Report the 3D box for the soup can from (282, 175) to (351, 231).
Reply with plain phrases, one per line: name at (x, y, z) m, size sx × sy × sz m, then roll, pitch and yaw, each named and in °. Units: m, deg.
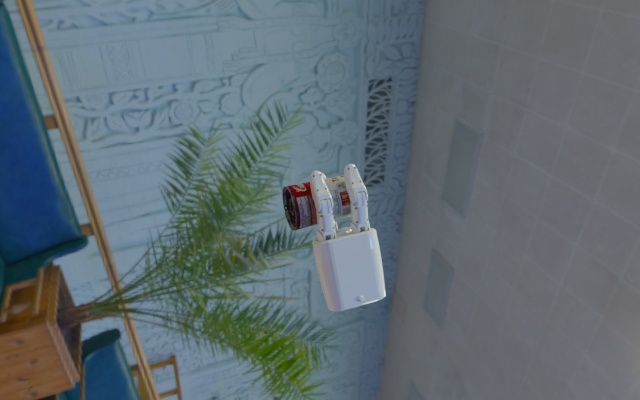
soup can at (0.000, 0.002, 0.730) m, size 0.102 × 0.068 × 0.068 m, roll -12°, pitch 3°, yaw -17°
